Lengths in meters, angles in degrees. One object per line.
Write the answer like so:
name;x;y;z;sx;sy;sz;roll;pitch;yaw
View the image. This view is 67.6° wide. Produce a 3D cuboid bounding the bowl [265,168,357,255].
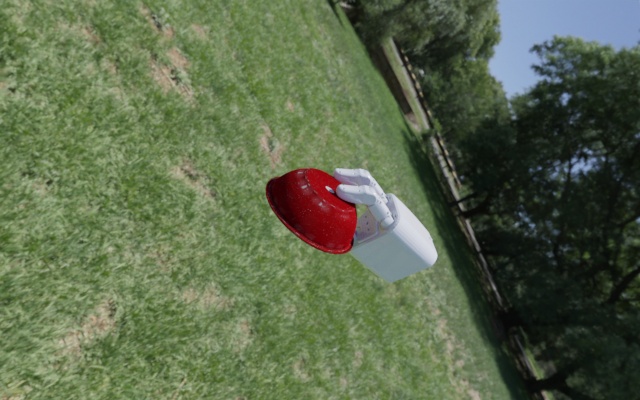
bowl;-0.001;0.002;0.709;0.162;0.055;0.162;31;26;-17
